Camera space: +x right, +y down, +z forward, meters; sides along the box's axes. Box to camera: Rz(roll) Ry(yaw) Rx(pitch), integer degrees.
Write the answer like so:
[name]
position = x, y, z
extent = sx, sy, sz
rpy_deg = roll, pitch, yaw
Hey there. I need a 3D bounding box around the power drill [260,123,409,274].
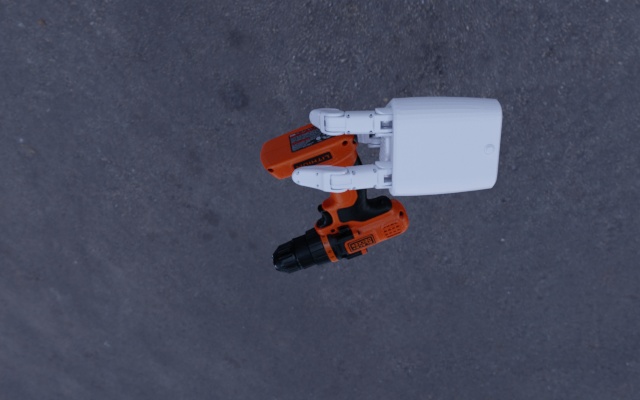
[power drill]
position = 0.000, 0.001, 0.573
extent = 0.184, 0.188, 0.057
rpy_deg = -23, 41, 5
